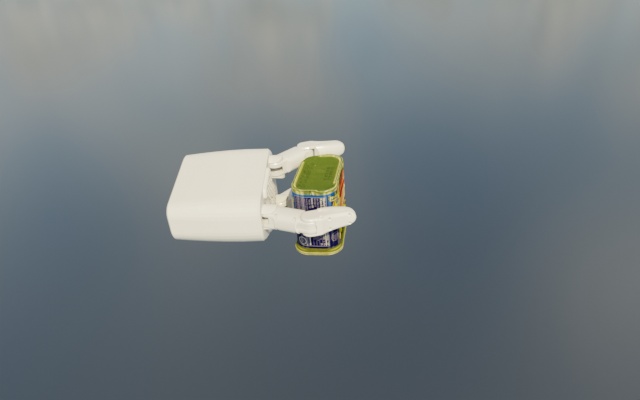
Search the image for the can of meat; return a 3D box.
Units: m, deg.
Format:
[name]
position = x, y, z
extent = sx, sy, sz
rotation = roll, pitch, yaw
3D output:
[can of meat]
position = 0.000, 0.002, 0.573
extent = 0.057, 0.084, 0.102
rotation = 0, 30, 9
